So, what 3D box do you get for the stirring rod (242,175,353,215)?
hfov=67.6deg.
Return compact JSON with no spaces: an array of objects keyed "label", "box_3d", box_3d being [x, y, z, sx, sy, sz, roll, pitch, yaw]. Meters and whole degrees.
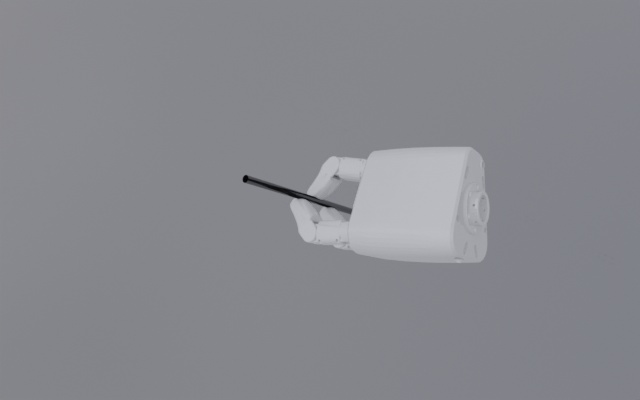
[{"label":"stirring rod","box_3d":[0.000,0.002,0.553,0.011,0.011,0.239,0,-11,38]}]
